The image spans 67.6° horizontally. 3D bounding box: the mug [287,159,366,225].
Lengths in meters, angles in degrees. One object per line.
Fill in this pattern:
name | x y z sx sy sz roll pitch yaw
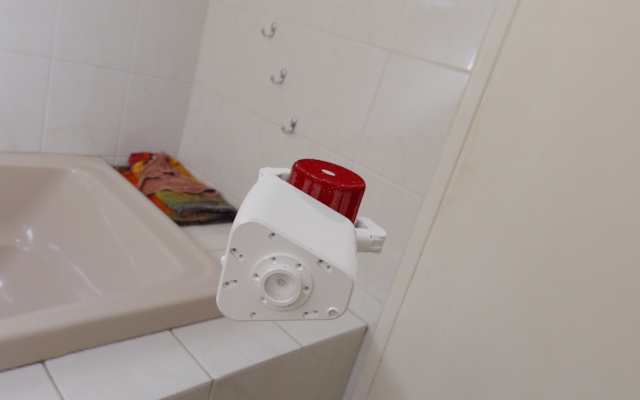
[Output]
mug | 0.000 0.001 0.529 0.093 0.081 0.117 16 19 -4
